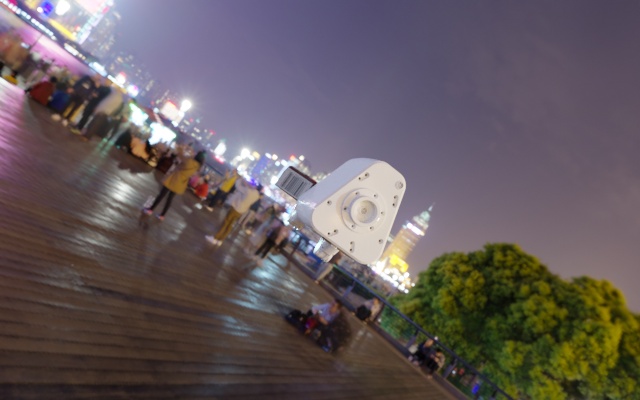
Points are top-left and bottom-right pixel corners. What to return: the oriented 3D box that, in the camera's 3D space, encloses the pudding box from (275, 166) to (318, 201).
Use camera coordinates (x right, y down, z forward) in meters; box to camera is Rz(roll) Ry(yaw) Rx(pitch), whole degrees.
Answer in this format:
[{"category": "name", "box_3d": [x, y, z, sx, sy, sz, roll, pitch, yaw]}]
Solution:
[{"category": "pudding box", "box_3d": [0.000, 0.002, 0.681, 0.113, 0.039, 0.090, 37, -1, 18]}]
